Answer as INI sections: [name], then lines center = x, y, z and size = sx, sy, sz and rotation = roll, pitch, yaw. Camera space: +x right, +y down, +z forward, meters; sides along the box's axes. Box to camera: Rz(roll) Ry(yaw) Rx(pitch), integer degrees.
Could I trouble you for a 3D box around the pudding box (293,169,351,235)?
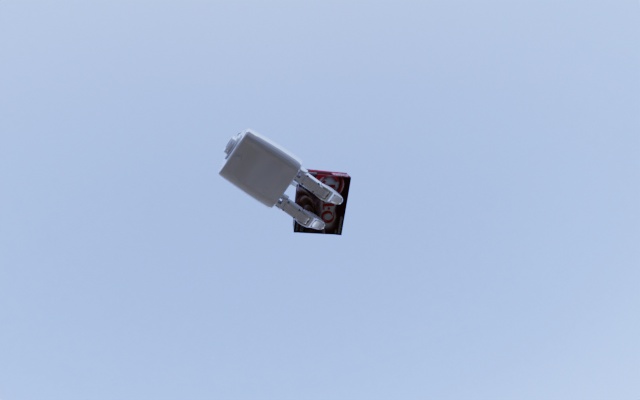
[pudding box]
center = 0.000, 0.003, 0.849
size = 0.090, 0.113, 0.039
rotation = 4, 20, -12
